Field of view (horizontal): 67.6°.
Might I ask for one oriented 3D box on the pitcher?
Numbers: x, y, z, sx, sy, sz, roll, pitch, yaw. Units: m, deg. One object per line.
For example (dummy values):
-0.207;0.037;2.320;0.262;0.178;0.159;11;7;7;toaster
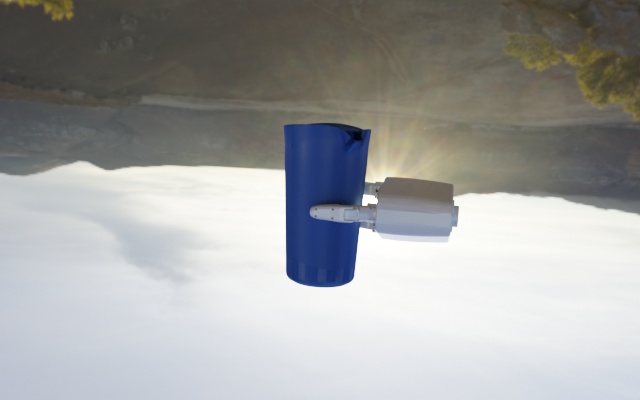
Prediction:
0.000;0.002;0.742;0.145;0.243;0.149;4;5;12;pitcher
